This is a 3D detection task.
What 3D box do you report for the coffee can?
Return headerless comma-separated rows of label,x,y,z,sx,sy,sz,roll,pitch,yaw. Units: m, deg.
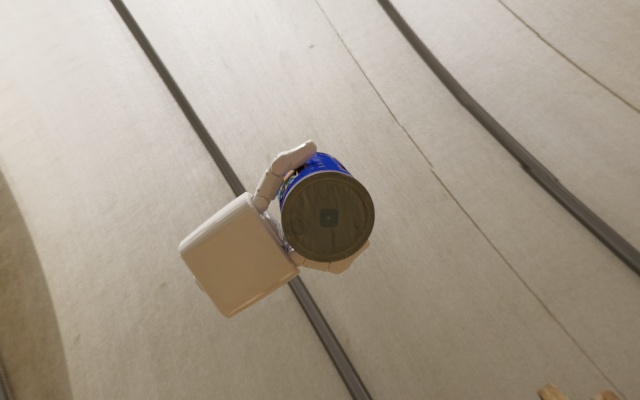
coffee can,0.000,0.002,0.579,0.103,0.103,0.140,0,15,-7
